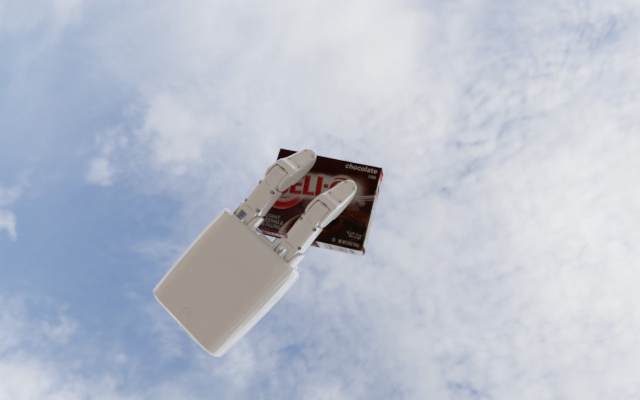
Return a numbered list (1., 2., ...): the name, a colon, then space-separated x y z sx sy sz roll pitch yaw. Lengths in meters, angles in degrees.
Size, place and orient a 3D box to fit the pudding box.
1. pudding box: 0.000 0.002 0.492 0.113 0.090 0.039 12 -16 10
